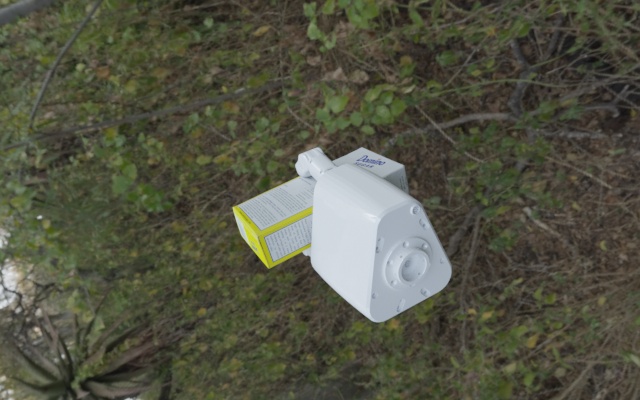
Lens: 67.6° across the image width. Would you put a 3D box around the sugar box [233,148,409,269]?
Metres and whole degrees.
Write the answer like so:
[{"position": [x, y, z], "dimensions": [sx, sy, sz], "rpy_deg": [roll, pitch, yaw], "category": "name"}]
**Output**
[{"position": [0.000, 0.002, 0.525], "dimensions": [0.176, 0.048, 0.093], "rpy_deg": [-23, 28, -18], "category": "sugar box"}]
